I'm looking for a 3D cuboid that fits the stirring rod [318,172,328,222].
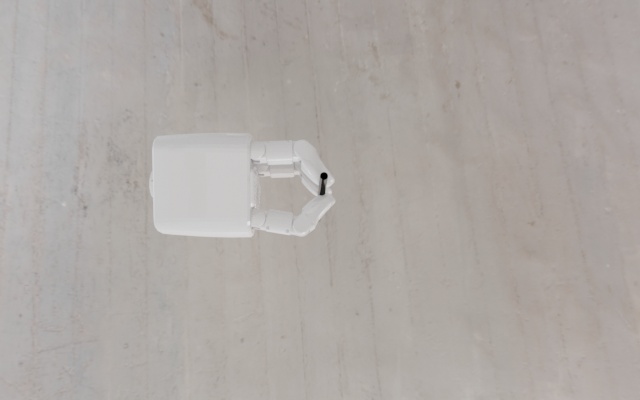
[{"bbox_3d":[0.000,0.002,0.591,0.011,0.011,0.239,0,-13,-2],"label":"stirring rod"}]
